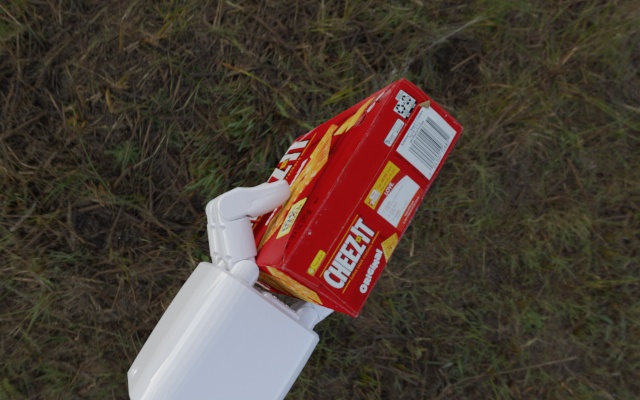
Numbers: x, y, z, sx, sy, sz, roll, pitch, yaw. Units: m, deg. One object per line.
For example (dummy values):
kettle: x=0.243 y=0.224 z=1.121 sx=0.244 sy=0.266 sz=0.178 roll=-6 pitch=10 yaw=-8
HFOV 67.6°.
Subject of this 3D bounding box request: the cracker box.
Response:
cracker box: x=0.000 y=0.001 z=0.416 sx=0.072 sy=0.164 sz=0.214 roll=37 pitch=-17 yaw=-16
